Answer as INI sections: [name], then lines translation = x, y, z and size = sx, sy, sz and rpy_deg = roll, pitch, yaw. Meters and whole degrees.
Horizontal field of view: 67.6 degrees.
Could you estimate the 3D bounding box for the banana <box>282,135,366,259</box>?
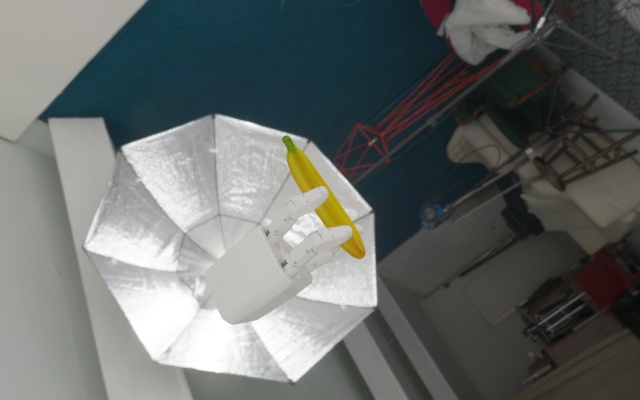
[banana]
translation = 0.002, 0.001, 0.671
size = 0.037, 0.197, 0.069
rpy_deg = -36, -10, 7
